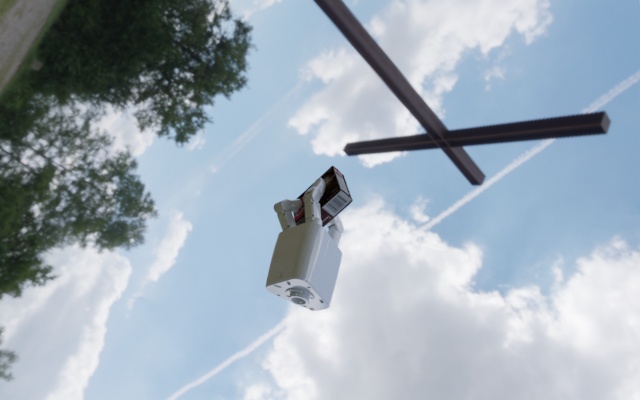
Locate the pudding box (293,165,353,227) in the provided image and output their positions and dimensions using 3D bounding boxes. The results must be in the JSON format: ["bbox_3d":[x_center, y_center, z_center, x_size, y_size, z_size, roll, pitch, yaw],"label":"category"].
[{"bbox_3d":[0.000,0.003,0.863,0.039,0.113,0.090,40,18,-30],"label":"pudding box"}]
